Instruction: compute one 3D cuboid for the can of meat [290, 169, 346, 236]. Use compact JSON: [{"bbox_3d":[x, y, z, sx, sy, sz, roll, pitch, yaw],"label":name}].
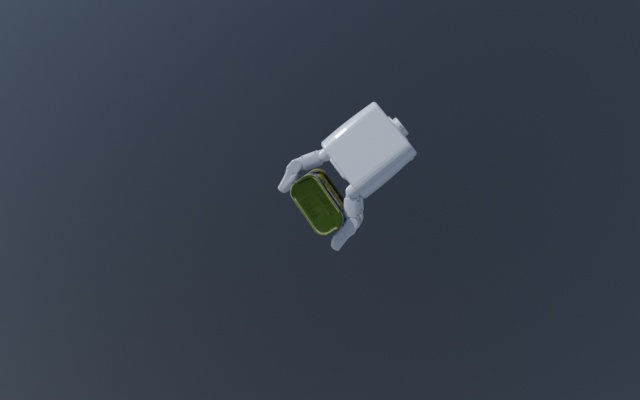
[{"bbox_3d":[0.000,0.002,0.758,0.057,0.102,0.084,-35,1,10],"label":"can of meat"}]
